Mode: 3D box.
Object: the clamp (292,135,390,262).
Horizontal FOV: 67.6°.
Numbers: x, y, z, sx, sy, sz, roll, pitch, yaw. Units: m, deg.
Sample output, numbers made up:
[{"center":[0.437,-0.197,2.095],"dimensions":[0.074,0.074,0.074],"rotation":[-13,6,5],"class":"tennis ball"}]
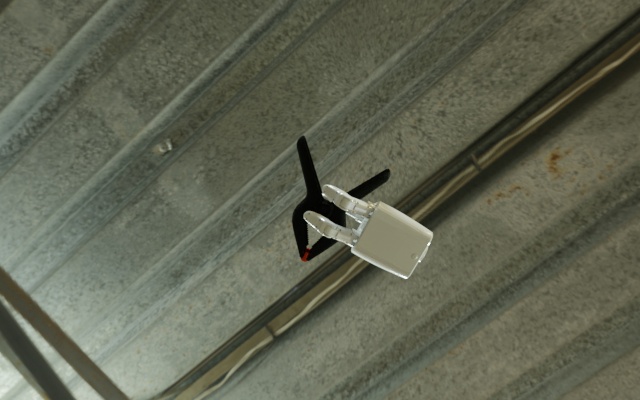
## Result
[{"center":[0.000,0.003,0.816],"dimensions":[0.164,0.210,0.036],"rotation":[29,13,3],"class":"clamp"}]
